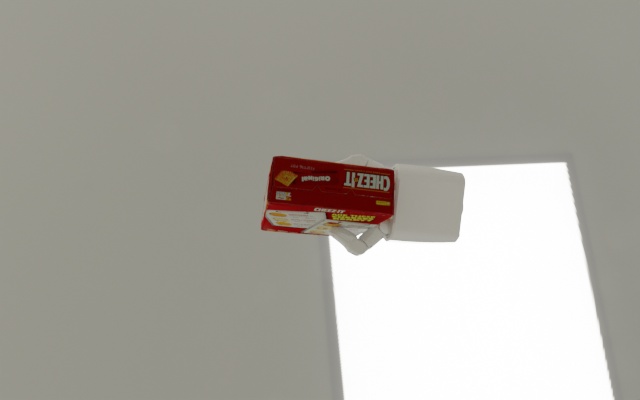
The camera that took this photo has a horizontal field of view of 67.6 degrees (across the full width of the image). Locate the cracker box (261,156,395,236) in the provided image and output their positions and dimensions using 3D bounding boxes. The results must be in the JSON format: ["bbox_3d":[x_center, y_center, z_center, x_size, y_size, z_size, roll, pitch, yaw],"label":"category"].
[{"bbox_3d":[0.000,0.003,0.704,0.164,0.072,0.214,5,-13,-8],"label":"cracker box"}]
